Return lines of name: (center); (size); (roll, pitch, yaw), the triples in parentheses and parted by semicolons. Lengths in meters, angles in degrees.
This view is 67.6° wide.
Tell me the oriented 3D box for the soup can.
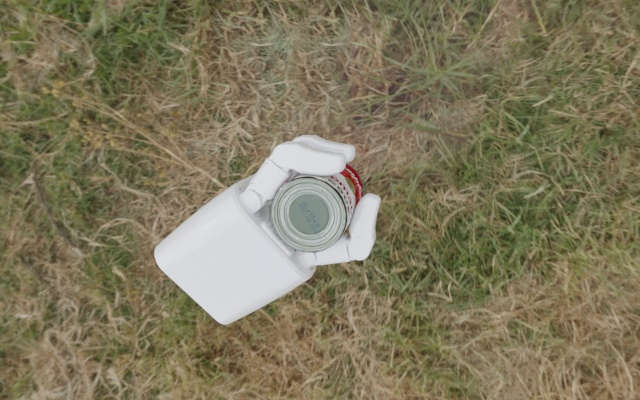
soup can: (0.000, 0.001, 0.444); (0.068, 0.068, 0.102); (0, 13, 13)
